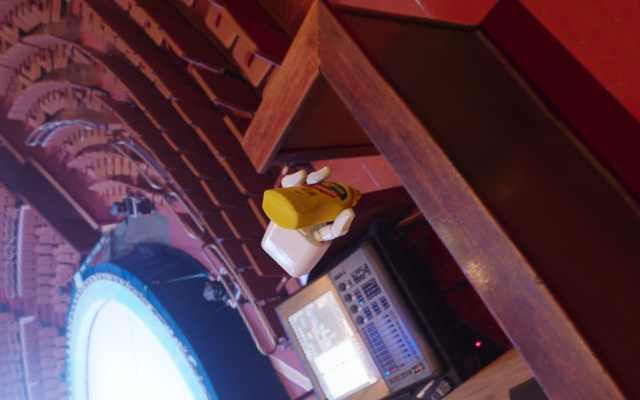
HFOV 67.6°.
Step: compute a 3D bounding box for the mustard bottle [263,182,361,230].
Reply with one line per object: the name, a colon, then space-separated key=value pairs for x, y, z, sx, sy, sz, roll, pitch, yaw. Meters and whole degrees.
mustard bottle: x=0.000 y=0.003 z=0.846 sx=0.191 sy=0.058 sz=0.096 roll=-10 pitch=29 yaw=-41
